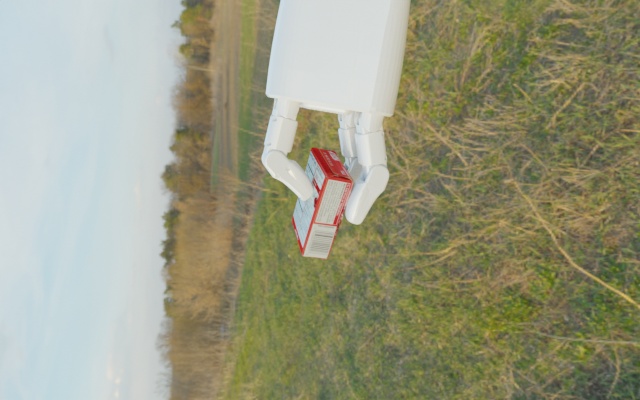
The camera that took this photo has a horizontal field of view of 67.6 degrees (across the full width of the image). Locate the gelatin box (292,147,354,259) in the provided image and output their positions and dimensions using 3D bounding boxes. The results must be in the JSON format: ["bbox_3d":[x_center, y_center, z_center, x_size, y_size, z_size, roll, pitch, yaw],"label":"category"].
[{"bbox_3d":[0.000,0.002,0.474,0.030,0.089,0.073,10,23,-17],"label":"gelatin box"}]
